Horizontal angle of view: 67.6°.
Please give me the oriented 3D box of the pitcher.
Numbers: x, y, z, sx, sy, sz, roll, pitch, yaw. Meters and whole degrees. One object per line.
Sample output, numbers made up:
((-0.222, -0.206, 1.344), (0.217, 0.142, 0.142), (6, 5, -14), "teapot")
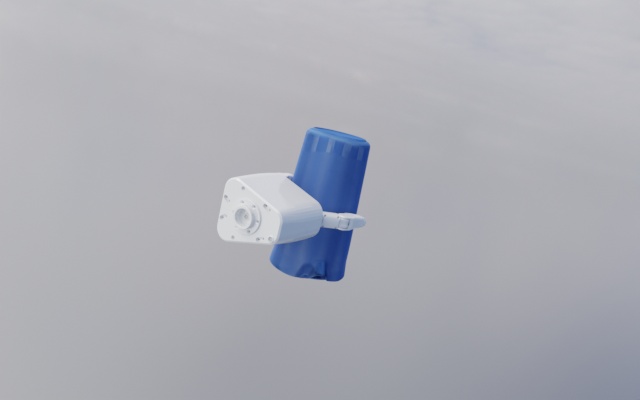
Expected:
((0.000, 0.003, 0.813), (0.149, 0.243, 0.145), (21, 14, 28), "pitcher")
